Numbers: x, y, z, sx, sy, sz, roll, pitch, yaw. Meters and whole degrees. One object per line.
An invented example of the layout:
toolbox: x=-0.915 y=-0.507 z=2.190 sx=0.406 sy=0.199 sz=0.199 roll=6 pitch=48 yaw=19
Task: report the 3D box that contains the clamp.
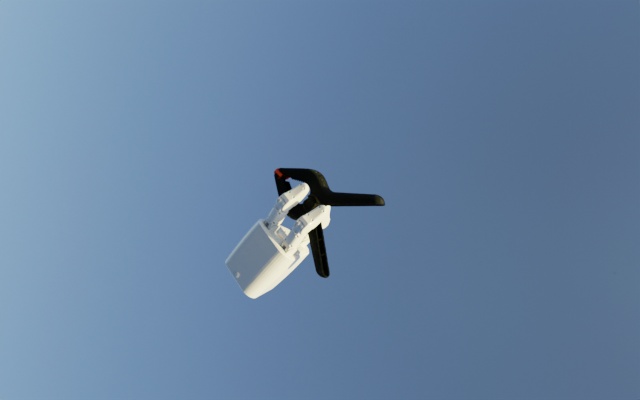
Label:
clamp: x=0.000 y=0.003 z=0.816 sx=0.210 sy=0.164 sz=0.036 roll=50 pitch=13 yaw=27
